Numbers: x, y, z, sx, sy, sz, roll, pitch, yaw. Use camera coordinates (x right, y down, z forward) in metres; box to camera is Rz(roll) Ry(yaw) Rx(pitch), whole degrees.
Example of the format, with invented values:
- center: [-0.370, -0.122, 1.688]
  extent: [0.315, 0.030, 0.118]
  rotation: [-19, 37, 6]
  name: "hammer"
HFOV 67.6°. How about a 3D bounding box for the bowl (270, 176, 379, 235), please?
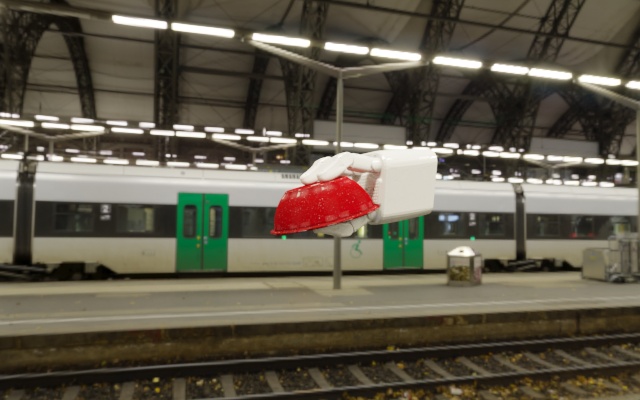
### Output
- center: [-0.001, 0.002, 0.687]
  extent: [0.162, 0.055, 0.162]
  rotation: [-14, 5, 1]
  name: "bowl"
